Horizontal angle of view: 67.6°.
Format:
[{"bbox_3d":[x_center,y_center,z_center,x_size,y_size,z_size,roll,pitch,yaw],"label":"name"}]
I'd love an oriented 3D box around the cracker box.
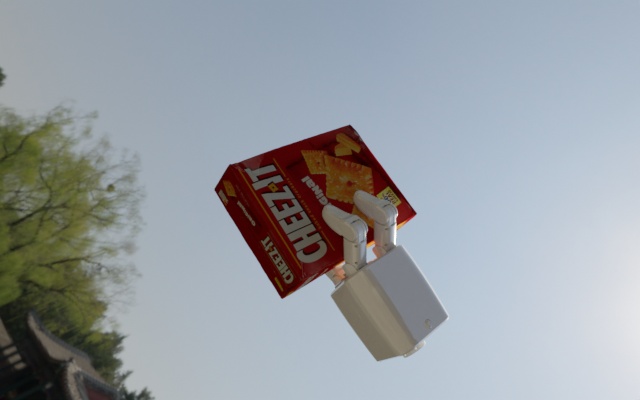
[{"bbox_3d":[0.000,0.002,0.621,0.213,0.164,0.072,-24,-16,-38],"label":"cracker box"}]
